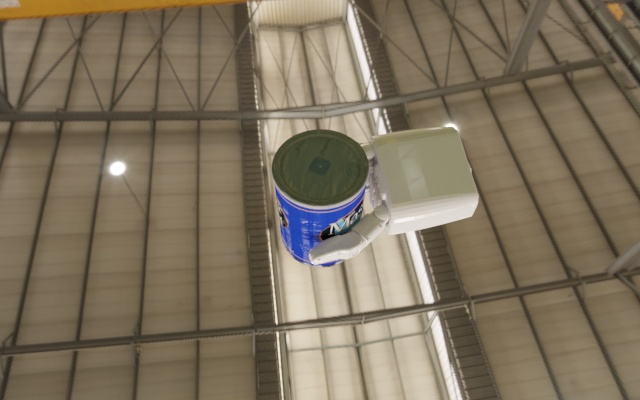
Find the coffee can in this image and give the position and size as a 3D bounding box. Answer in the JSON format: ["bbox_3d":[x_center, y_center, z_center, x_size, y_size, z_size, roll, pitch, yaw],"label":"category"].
[{"bbox_3d":[0.000,0.002,0.557,0.103,0.102,0.140,0,-34,0],"label":"coffee can"}]
